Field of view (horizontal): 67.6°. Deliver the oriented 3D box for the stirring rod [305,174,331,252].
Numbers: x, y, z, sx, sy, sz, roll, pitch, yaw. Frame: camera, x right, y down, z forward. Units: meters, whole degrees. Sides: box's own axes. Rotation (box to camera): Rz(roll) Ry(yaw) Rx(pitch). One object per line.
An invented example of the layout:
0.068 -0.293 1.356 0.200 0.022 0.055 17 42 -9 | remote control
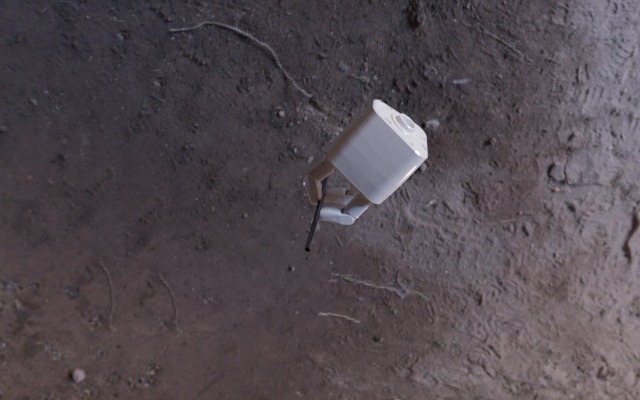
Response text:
0.000 0.002 0.767 0.011 0.011 0.239 0 34 11 | stirring rod
